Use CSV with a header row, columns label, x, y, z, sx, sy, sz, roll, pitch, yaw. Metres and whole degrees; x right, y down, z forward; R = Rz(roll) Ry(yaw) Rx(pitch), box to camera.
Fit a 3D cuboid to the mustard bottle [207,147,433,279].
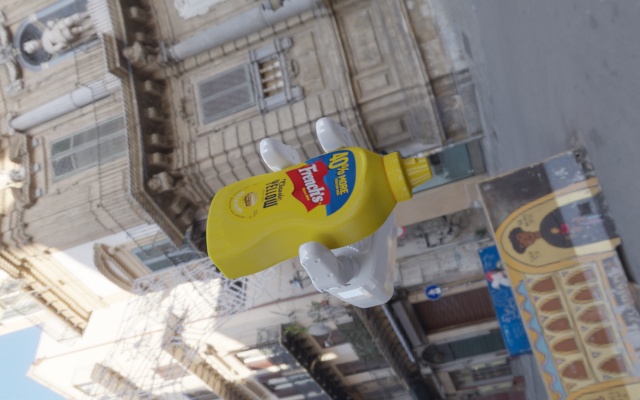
label,x,y,z,sx,sy,sz,roll,pitch,yaw
mustard bottle,0.000,0.001,0.408,0.191,0.058,0.096,-17,39,14
